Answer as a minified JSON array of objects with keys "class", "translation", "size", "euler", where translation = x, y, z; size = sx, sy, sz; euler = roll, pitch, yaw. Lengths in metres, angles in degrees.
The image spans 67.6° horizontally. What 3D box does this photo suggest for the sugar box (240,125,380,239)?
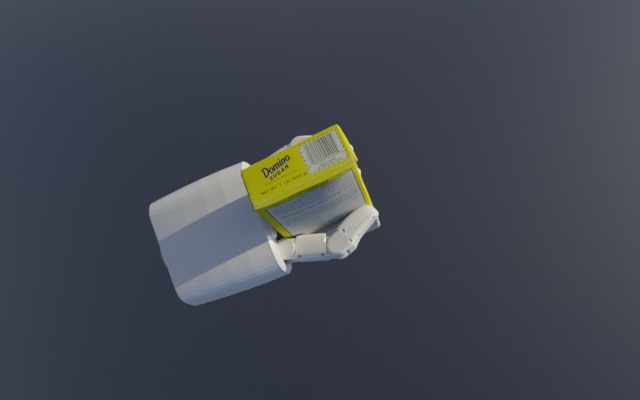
[{"class":"sugar box","translation":[0.000,0.001,0.464],"size":[0.093,0.048,0.176],"euler":[-24,-21,3]}]
